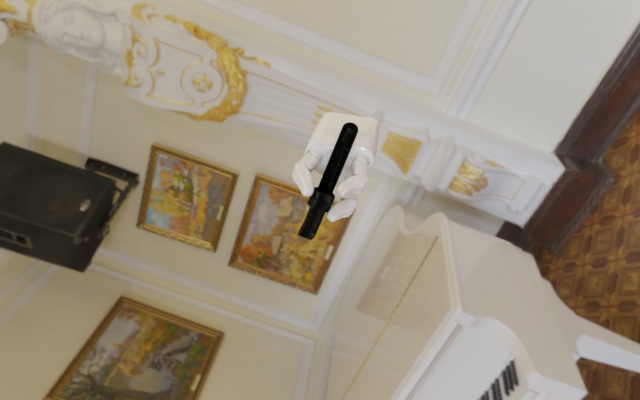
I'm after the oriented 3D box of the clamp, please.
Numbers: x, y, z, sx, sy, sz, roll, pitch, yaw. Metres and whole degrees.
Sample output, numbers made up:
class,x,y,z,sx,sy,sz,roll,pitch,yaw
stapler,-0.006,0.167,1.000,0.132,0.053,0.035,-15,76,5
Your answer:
class,x,y,z,sx,sy,sz,roll,pitch,yaw
clamp,-0.001,0.002,0.728,0.036,0.210,0.164,23,42,-1
